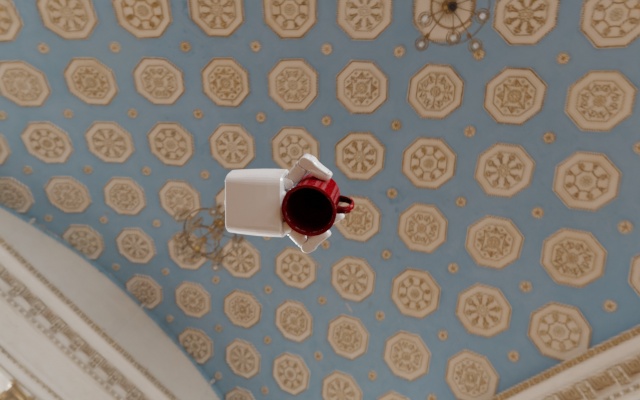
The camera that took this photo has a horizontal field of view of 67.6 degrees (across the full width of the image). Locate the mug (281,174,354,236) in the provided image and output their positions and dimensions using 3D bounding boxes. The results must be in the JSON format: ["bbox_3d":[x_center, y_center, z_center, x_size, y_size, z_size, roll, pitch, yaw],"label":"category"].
[{"bbox_3d":[0.002,0.003,0.818,0.117,0.093,0.081,2,23,12],"label":"mug"}]
